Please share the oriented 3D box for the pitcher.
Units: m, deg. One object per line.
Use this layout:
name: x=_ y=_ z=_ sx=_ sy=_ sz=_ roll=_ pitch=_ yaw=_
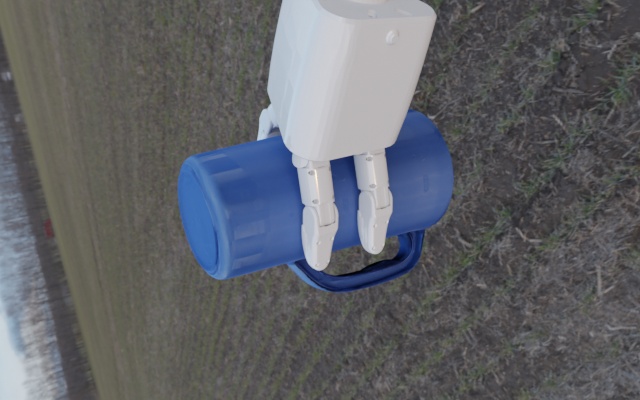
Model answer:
pitcher: x=0.000 y=0.001 z=0.458 sx=0.243 sy=0.145 sz=0.149 roll=-15 pitch=51 yaw=-30
